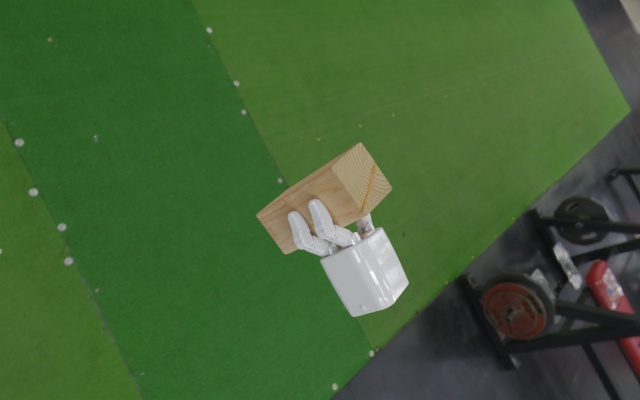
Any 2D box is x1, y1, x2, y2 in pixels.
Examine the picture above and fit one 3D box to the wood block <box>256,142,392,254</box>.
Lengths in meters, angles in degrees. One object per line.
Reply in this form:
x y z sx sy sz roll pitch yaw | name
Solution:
0.001 0.003 0.773 0.206 0.090 0.090 -30 8 45 | wood block
